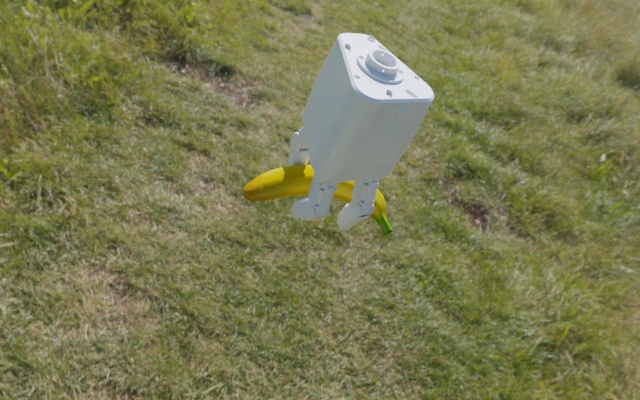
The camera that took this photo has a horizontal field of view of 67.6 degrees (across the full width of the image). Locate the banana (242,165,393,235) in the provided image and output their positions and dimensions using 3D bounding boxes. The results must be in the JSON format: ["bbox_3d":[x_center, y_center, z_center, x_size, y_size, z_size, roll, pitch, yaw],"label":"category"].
[{"bbox_3d":[0.003,-0.012,0.593,0.198,0.069,0.037,14,-39,-16],"label":"banana"}]
